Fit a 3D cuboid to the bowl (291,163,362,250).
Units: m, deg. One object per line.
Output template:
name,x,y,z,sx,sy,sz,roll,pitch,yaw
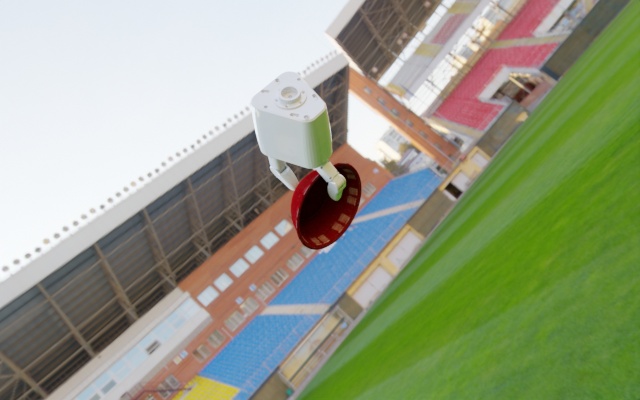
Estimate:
bowl,0.000,0.004,0.841,0.055,0.162,0.162,27,17,38
